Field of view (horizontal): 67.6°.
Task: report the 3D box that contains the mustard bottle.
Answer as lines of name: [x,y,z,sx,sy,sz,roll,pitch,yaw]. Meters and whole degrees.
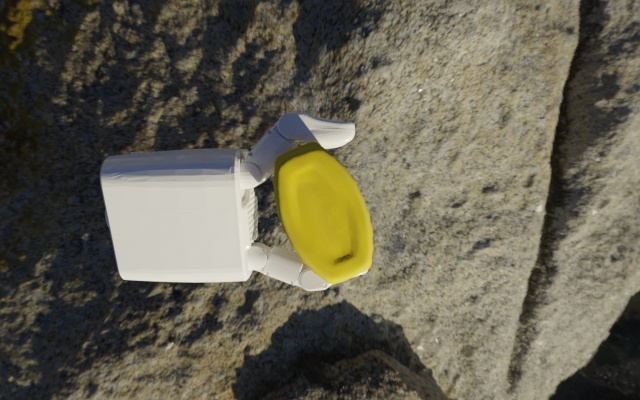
mustard bottle: [0.000,0.001,0.405,0.058,0.096,0.191,-26,5,1]
